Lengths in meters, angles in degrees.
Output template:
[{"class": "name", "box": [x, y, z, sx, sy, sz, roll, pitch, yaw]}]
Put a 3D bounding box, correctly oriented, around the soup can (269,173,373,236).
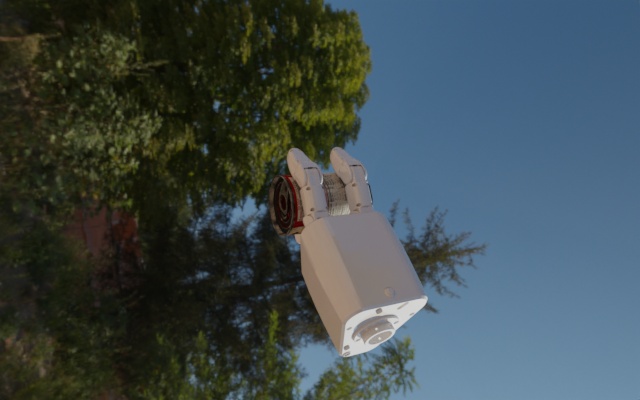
[{"class": "soup can", "box": [0.000, 0.001, 0.548, 0.102, 0.068, 0.068, -5, 2, -26]}]
